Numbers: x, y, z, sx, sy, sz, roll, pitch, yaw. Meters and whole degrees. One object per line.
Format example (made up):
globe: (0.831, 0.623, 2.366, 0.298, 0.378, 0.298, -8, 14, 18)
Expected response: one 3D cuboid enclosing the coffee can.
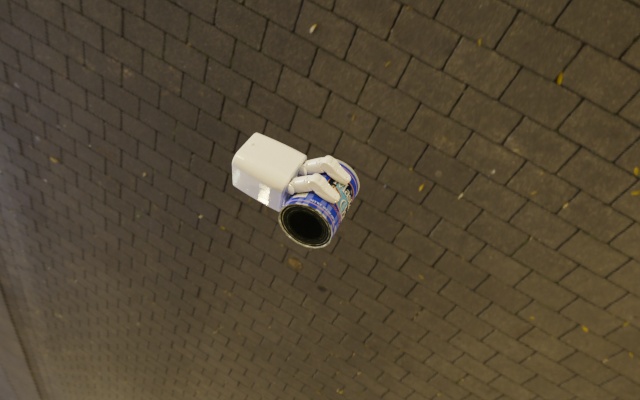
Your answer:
coffee can: (0.000, 0.003, 0.871, 0.103, 0.103, 0.140, 0, 38, 29)
